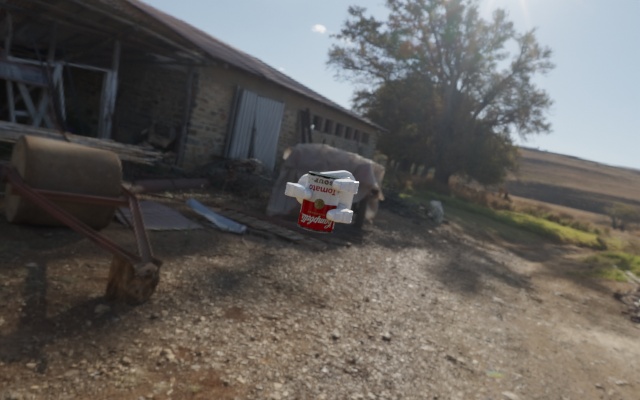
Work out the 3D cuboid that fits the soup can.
[{"bbox_3d":[0.000,0.003,0.878,0.068,0.102,0.068,11,6,-1],"label":"soup can"}]
